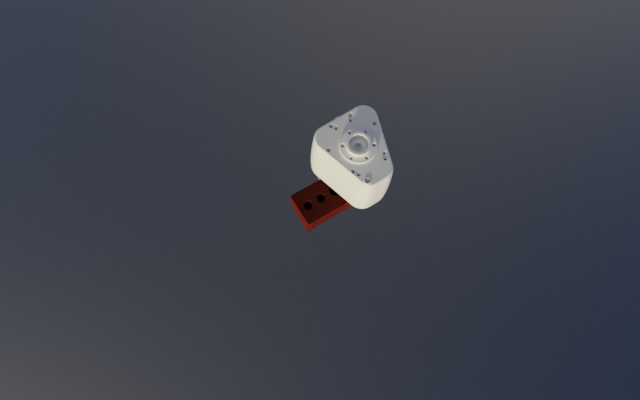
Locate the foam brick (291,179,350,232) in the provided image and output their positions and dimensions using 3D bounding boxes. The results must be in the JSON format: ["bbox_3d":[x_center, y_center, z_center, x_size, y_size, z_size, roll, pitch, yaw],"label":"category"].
[{"bbox_3d":[0.000,0.003,0.723,0.078,0.053,0.051,-31,-12,-8],"label":"foam brick"}]
